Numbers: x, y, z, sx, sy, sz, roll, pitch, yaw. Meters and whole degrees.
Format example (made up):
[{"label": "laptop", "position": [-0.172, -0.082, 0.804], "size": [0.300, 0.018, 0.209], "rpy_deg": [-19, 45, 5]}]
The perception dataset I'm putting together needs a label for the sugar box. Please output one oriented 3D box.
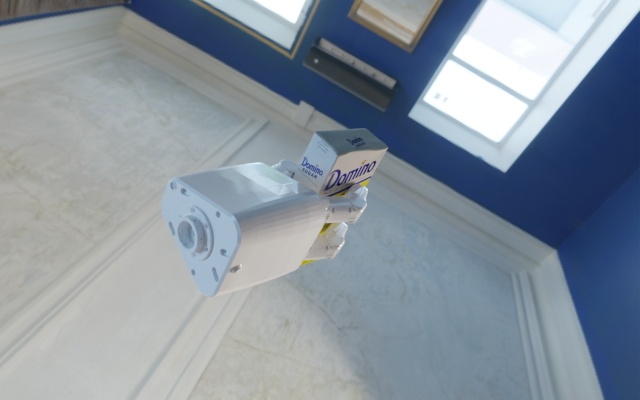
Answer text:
[{"label": "sugar box", "position": [0.000, 0.002, 0.550], "size": [0.093, 0.176, 0.048], "rpy_deg": [-14, 52, -48]}]
